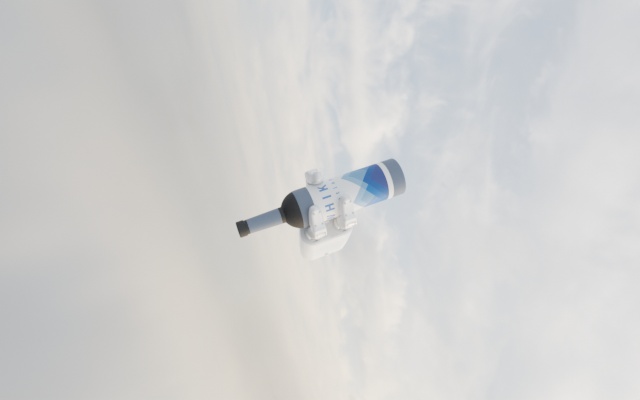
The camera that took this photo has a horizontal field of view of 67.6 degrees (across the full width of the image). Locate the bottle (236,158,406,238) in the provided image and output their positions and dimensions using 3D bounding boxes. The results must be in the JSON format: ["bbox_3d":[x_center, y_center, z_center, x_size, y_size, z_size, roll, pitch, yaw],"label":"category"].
[{"bbox_3d":[0.000,0.003,0.817,0.295,0.069,0.069,-19,4,-13],"label":"bottle"}]
